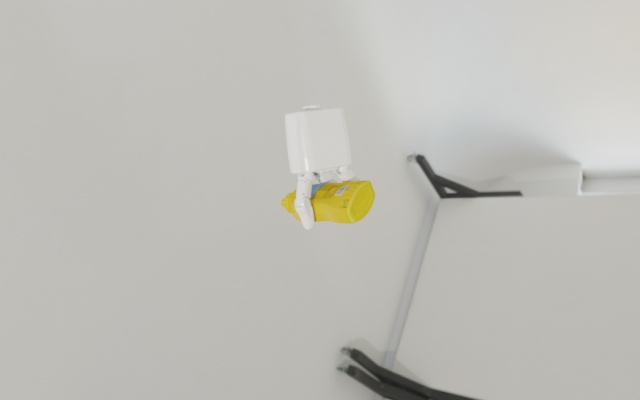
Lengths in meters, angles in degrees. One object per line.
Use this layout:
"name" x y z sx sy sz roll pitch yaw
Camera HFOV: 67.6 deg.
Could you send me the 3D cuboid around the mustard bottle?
"mustard bottle" 0.000 0.003 0.894 0.191 0.058 0.096 -1 35 38
